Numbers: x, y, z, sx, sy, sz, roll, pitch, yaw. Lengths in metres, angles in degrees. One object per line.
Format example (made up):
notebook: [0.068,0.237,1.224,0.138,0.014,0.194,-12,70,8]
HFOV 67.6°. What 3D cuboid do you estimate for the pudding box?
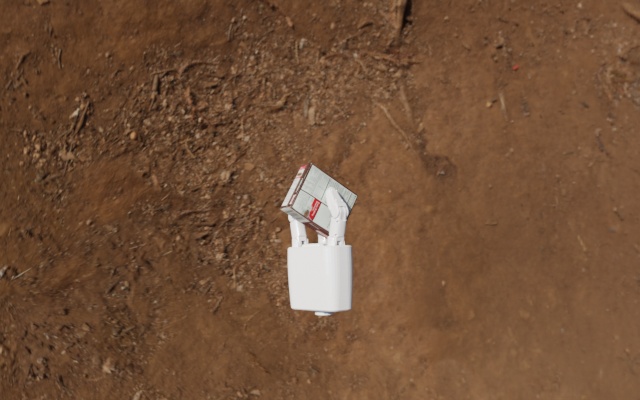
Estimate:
pudding box: [0.000,0.003,0.818,0.113,0.090,0.039,34,-21,-27]
